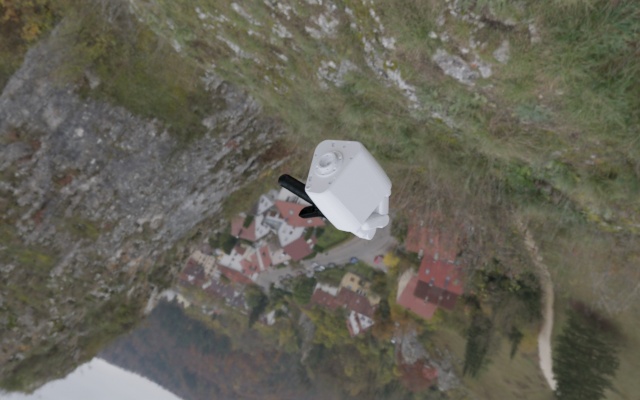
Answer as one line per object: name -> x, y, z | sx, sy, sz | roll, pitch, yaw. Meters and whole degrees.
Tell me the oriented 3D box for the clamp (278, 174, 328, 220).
clamp -> 0.000, 0.003, 0.865 | 0.171, 0.039, 0.120 | 8, -28, 40
